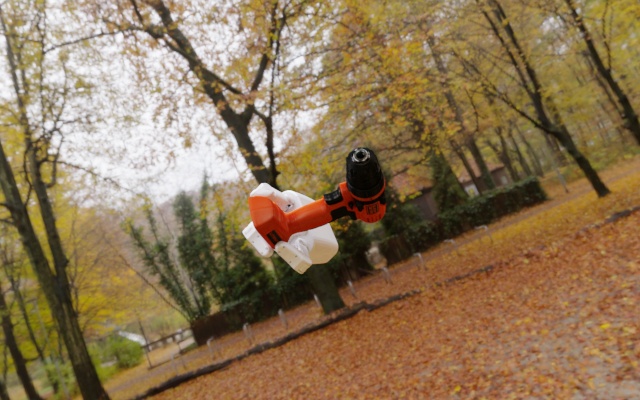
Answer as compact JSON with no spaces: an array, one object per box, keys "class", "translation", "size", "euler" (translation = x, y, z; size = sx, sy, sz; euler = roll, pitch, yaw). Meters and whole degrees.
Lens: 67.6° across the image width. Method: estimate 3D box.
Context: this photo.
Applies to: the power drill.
[{"class":"power drill","translation":[0.000,0.002,0.667],"size":[0.187,0.057,0.184],"euler":[-16,-28,4]}]
